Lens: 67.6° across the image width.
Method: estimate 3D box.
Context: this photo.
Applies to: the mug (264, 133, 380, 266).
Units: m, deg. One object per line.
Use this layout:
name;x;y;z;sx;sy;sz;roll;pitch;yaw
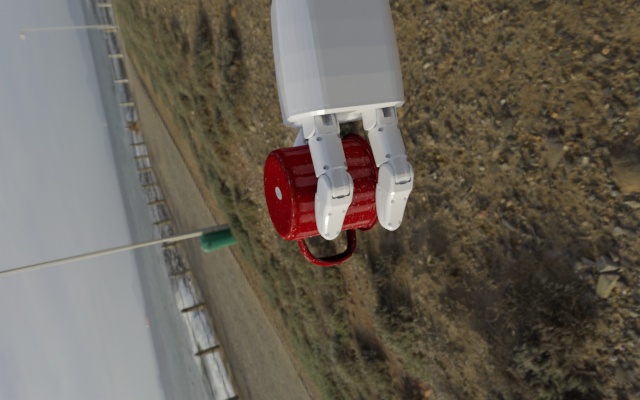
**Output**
mug;0.000;0.003;0.433;0.081;0.117;0.093;-10;4;-22
